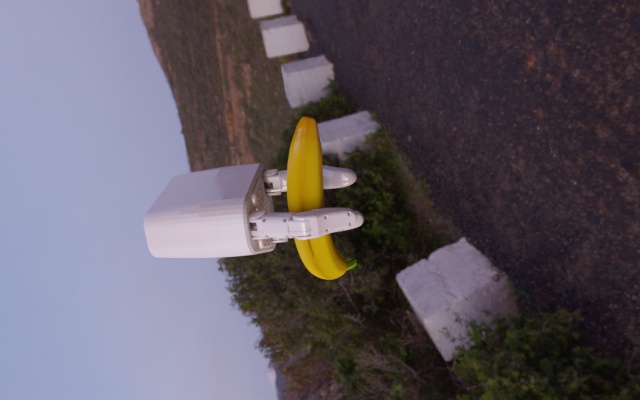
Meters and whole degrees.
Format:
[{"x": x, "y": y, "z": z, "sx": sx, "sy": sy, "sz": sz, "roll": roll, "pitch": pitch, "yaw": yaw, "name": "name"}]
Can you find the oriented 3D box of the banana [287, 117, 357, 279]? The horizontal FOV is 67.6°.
[{"x": -0.005, "y": 0.016, "z": 0.485, "sx": 0.037, "sy": 0.198, "sz": 0.069, "roll": 1, "pitch": 38, "yaw": 23, "name": "banana"}]
